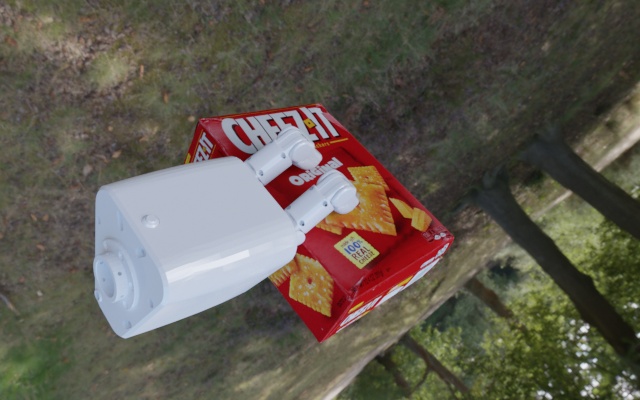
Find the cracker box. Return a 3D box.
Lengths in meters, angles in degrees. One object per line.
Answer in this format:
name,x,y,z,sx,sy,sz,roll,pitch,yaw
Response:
cracker box,0.000,0.002,0.453,0.164,0.213,0.072,-18,-31,-45
